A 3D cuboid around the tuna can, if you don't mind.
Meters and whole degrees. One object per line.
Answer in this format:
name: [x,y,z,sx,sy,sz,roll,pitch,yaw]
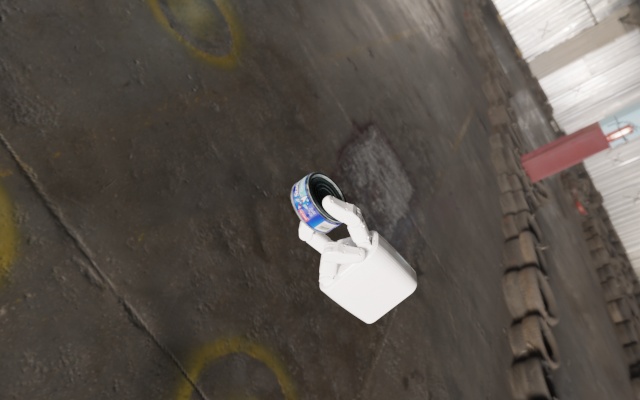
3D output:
tuna can: [0.000,0.002,0.685,0.034,0.086,0.086,-34,-20,33]
